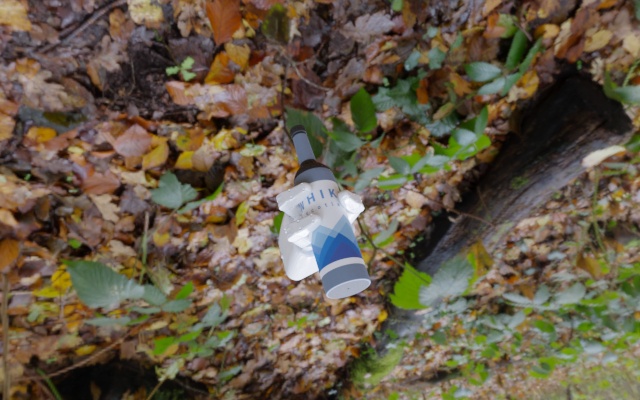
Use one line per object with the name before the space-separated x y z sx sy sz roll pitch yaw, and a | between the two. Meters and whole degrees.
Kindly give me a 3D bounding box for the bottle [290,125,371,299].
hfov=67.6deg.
bottle | 0.000 0.003 0.745 0.069 0.295 0.069 -14 -29 -8
